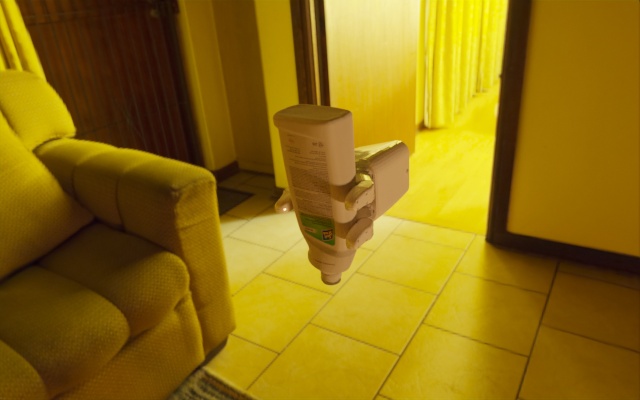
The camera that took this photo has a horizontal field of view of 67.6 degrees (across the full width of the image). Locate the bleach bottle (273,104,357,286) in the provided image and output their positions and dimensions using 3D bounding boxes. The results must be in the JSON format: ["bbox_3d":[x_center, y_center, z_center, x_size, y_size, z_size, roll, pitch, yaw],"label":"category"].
[{"bbox_3d":[0.000,0.002,0.648,0.102,0.251,0.068,15,32,34],"label":"bleach bottle"}]
